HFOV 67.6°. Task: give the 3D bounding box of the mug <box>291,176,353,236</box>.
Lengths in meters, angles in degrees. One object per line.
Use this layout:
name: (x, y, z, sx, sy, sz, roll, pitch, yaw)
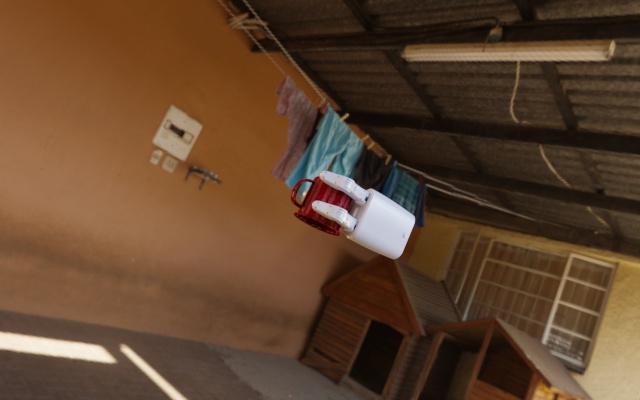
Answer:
mug: (-0.001, 0.002, 0.864, 0.117, 0.081, 0.093, 30, -12, -21)
